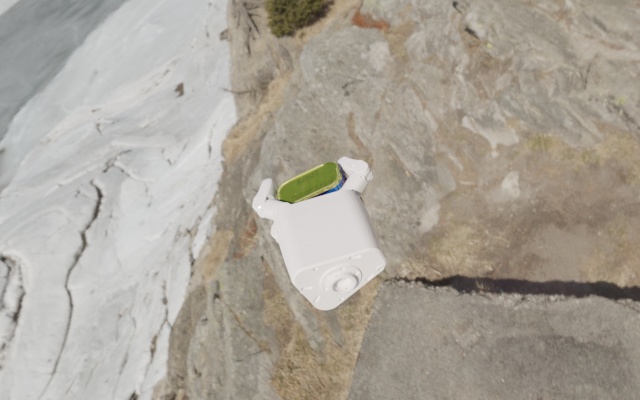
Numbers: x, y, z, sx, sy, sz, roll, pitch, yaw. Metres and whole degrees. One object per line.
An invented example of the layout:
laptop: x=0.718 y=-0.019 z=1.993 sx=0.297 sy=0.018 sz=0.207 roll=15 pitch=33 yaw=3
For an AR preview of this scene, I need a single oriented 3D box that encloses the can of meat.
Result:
can of meat: x=0.000 y=0.002 z=0.670 sx=0.102 sy=0.057 sz=0.084 roll=-25 pitch=-47 yaw=11
